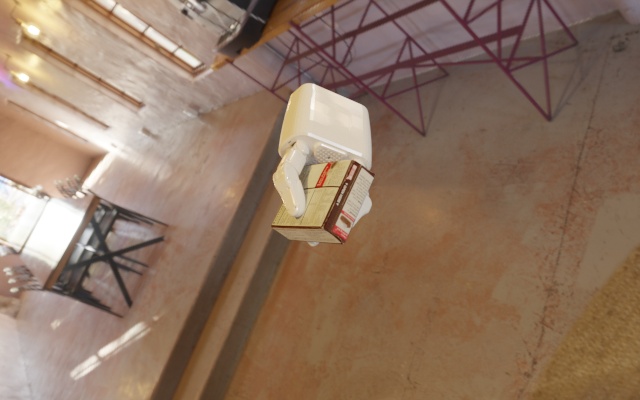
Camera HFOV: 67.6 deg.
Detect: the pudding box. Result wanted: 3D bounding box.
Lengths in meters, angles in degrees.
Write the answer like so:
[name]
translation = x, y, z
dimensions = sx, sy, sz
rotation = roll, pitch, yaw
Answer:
[pudding box]
translation = 0.000, 0.002, 0.551
dimensions = 0.039, 0.090, 0.113
rotation = 34, -20, -28
